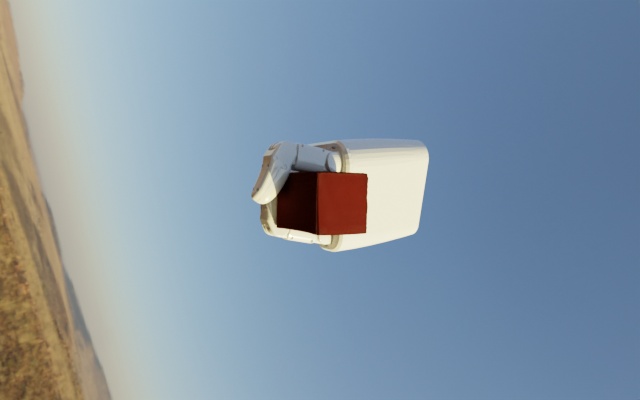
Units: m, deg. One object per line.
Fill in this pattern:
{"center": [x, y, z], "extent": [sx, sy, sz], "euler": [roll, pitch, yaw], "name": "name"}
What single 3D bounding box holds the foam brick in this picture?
{"center": [0.000, 0.001, 0.422], "extent": [0.051, 0.053, 0.078], "euler": [1, 1, -30], "name": "foam brick"}
